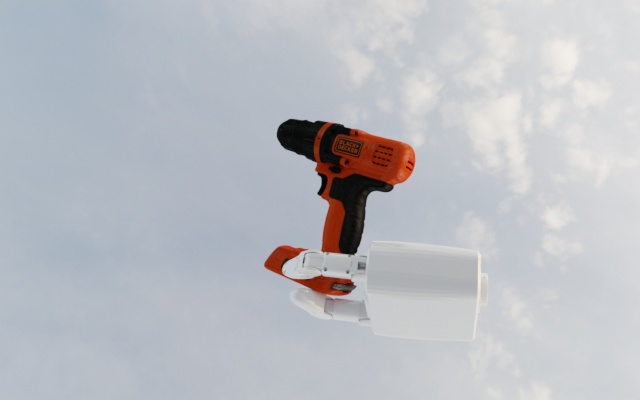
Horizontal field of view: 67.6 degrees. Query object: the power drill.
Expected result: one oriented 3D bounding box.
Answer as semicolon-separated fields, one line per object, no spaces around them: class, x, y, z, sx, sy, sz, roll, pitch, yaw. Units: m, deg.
power drill;0.000;0.002;0.552;0.184;0.187;0.057;19;2;35
